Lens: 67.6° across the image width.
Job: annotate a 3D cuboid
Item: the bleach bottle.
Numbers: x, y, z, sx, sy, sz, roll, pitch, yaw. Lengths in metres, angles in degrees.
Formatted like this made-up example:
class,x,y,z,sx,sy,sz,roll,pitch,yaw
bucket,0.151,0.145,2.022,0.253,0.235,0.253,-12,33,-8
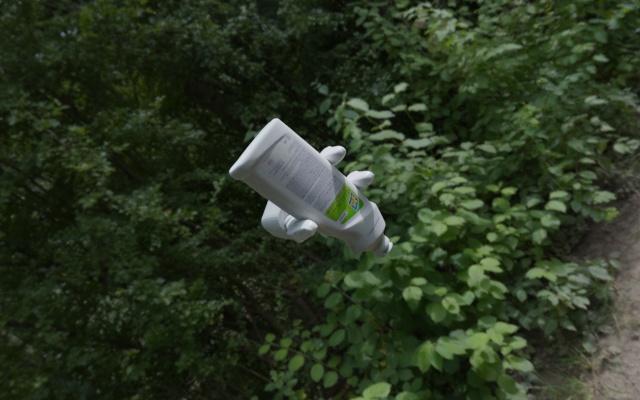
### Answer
class,x,y,z,sx,sy,sz,roll,pitch,yaw
bleach bottle,0.000,0.002,0.678,0.251,0.102,0.068,40,-18,-15
